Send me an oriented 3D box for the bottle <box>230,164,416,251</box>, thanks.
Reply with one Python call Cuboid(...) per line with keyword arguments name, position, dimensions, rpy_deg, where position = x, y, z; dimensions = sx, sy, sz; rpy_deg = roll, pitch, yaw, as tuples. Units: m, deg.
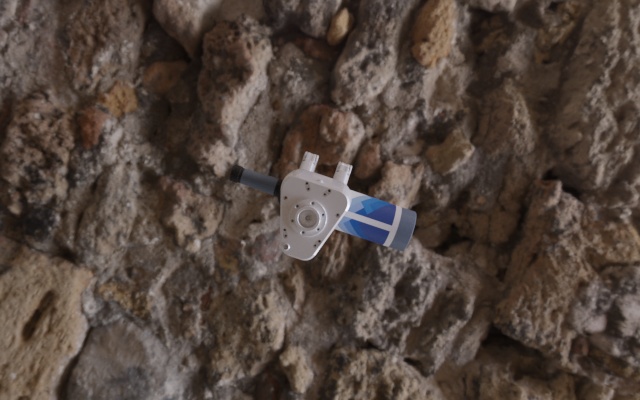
Cuboid(name="bottle", position=(0.000, 0.003, 0.755), dimensions=(0.296, 0.069, 0.069), rpy_deg=(19, 0, 0))
